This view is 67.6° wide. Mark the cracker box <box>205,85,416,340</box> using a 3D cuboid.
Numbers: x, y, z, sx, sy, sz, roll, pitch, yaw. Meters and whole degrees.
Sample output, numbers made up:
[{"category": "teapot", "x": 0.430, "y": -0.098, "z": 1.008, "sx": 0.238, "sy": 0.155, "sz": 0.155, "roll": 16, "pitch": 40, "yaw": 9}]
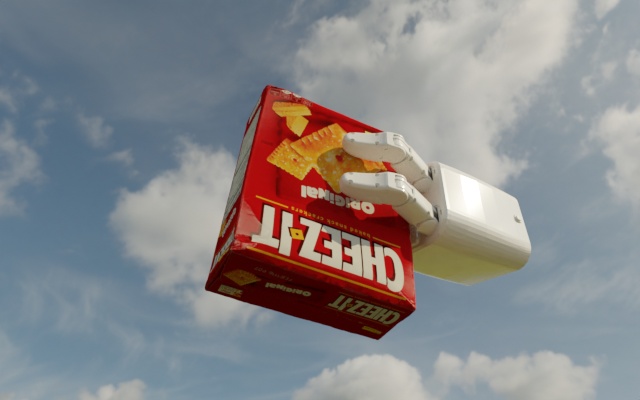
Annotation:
[{"category": "cracker box", "x": 0.000, "y": 0.001, "z": 0.451, "sx": 0.164, "sy": 0.213, "sz": 0.072, "roll": 20, "pitch": -45, "yaw": -16}]
